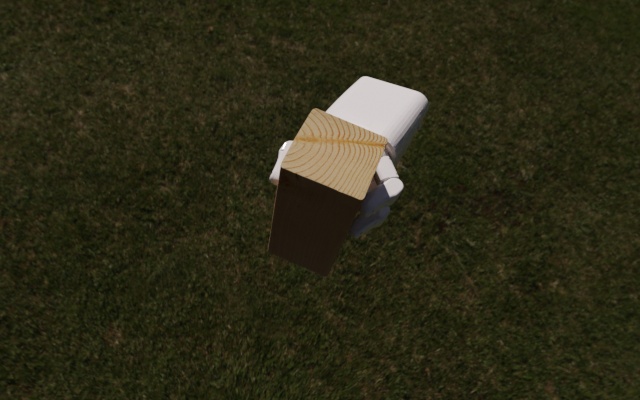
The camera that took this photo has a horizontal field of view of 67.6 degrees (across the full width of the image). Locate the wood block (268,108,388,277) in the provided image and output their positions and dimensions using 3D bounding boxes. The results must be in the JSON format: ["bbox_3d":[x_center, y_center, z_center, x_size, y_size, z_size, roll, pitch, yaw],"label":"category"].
[{"bbox_3d":[0.000,0.001,0.575,0.091,0.090,0.206,23,-32,4],"label":"wood block"}]
